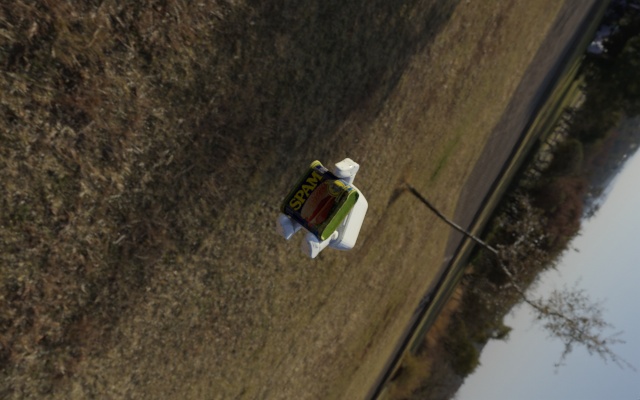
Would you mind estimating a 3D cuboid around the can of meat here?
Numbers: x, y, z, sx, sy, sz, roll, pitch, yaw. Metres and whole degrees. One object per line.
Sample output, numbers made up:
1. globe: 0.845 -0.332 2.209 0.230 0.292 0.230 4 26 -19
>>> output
1. can of meat: 0.000 0.003 0.762 0.084 0.102 0.057 36 -3 20
